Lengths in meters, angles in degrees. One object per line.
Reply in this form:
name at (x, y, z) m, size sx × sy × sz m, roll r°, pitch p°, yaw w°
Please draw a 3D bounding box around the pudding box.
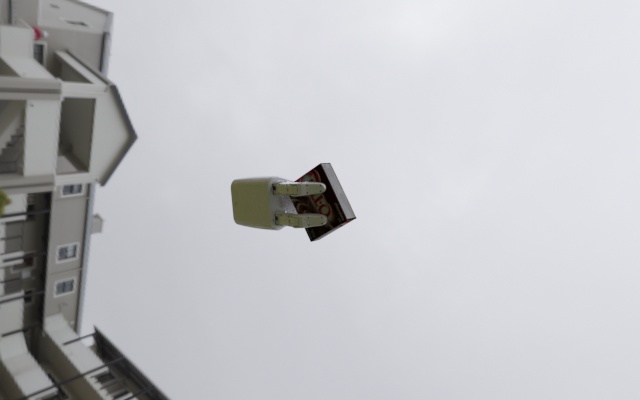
pudding box at (0.000, 0.003, 0.836) m, size 0.090 × 0.113 × 0.039 m, roll -33°, pitch -11°, yaw 35°
